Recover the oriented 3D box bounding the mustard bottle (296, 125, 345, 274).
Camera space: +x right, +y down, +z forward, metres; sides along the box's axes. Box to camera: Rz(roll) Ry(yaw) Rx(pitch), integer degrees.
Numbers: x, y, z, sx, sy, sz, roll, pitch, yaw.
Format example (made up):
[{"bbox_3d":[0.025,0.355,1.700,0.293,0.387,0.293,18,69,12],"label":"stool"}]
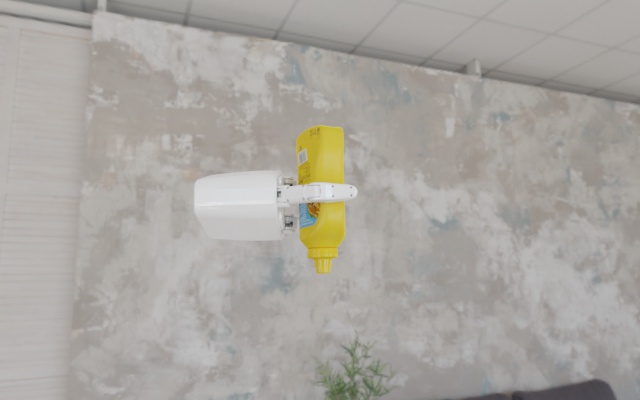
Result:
[{"bbox_3d":[0.000,0.002,0.646,0.058,0.191,0.096,3,-10,-23],"label":"mustard bottle"}]
